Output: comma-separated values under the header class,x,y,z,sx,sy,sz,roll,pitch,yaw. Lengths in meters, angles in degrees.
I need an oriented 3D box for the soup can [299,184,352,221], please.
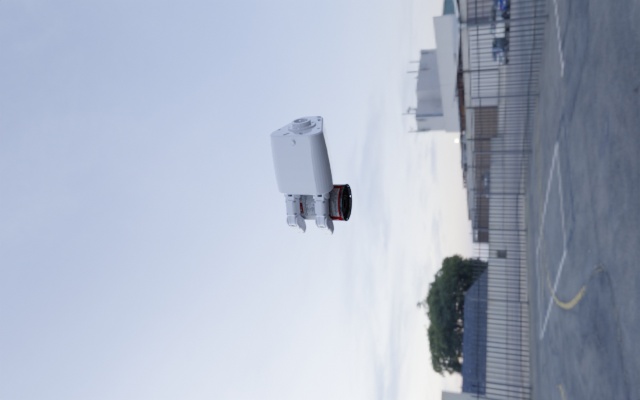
class,x,y,z,sx,sy,sz,roll,pitch,yaw
soup can,0.000,0.003,0.869,0.102,0.068,0.068,1,0,20
